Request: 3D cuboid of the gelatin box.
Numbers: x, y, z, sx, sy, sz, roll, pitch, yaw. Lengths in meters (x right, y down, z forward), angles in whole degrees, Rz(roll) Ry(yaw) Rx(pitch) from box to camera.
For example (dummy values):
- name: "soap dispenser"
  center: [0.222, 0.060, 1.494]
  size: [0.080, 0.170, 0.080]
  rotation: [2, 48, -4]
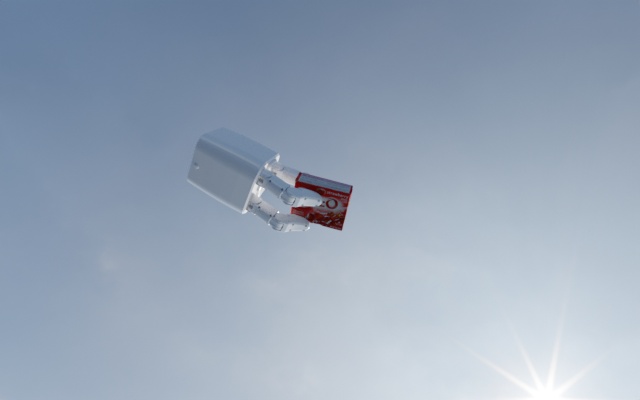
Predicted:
- name: "gelatin box"
  center: [0.001, 0.002, 0.749]
  size: [0.089, 0.073, 0.030]
  rotation: [14, 35, 4]
